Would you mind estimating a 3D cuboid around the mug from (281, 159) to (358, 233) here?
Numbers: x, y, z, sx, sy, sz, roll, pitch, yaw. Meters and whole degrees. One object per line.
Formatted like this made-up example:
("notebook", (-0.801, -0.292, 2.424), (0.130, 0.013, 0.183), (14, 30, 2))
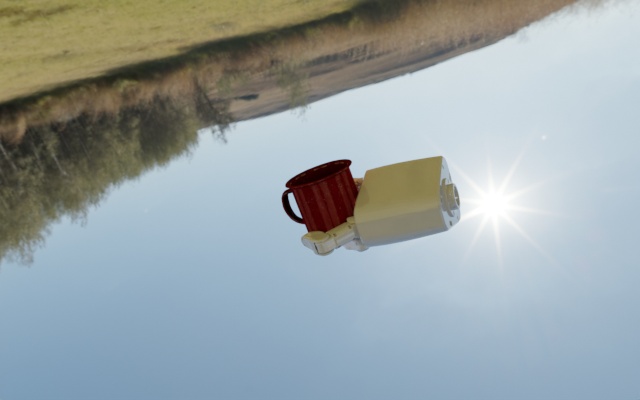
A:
("mug", (-0.001, 0.003, 0.639), (0.117, 0.081, 0.093), (-12, 17, 28))
